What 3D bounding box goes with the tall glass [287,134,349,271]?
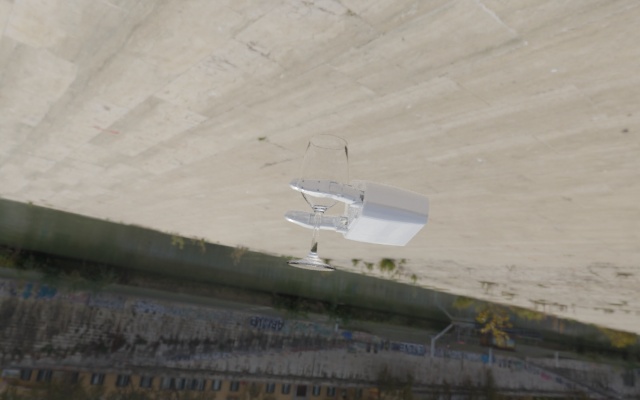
[{"bbox_3d":[0.000,0.003,0.732,0.079,0.201,0.079,7,-15,2],"label":"tall glass"}]
